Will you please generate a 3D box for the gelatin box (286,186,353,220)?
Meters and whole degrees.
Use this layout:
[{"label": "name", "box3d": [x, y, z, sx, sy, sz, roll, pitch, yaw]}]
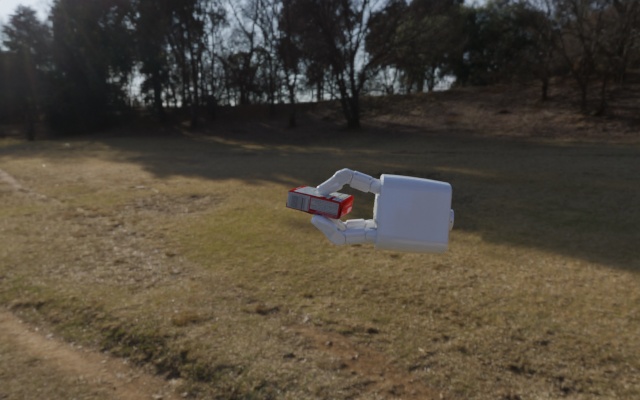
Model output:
[{"label": "gelatin box", "box3d": [0.000, 0.002, 0.751, 0.089, 0.030, 0.073, 13, 12, 15]}]
